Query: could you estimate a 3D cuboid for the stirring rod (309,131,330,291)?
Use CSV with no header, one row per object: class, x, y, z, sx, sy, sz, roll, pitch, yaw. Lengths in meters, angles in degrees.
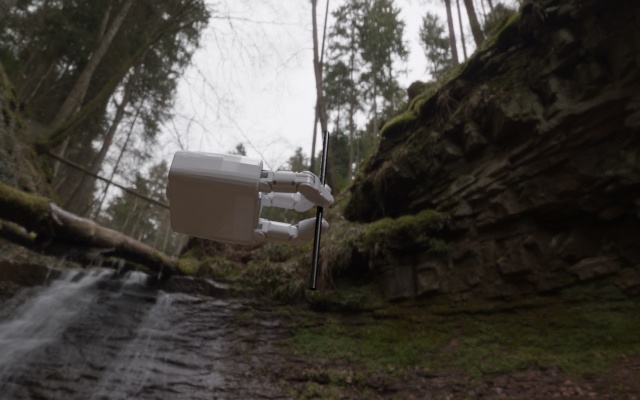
stirring rod,0.000,0.002,0.609,0.011,0.239,0.011,3,-35,2
